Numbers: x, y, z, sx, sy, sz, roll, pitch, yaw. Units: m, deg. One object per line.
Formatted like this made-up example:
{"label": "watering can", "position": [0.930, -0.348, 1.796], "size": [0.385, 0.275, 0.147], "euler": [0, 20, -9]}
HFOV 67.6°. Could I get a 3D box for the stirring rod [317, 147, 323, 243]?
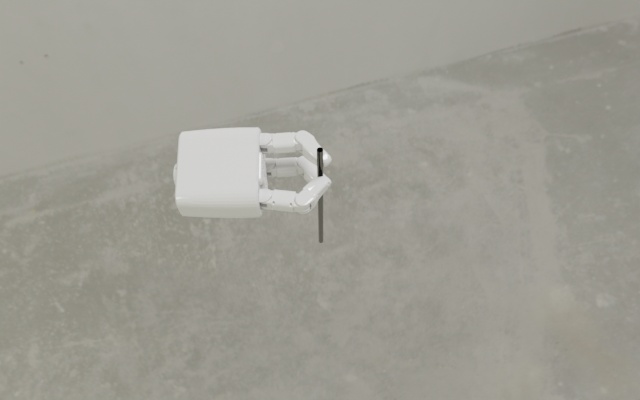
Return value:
{"label": "stirring rod", "position": [0.000, 0.002, 0.686], "size": [0.011, 0.011, 0.240], "euler": [0, -32, 0]}
